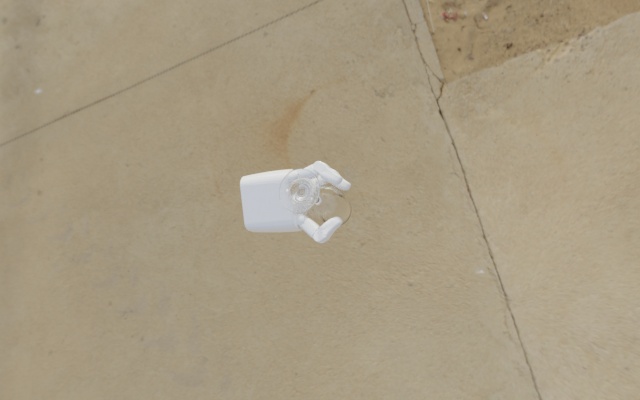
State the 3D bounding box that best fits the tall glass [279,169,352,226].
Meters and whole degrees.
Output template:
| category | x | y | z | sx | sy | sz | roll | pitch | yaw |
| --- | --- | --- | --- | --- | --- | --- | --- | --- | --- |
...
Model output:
| category | x | y | z | sx | sy | sz | roll | pitch | yaw |
| --- | --- | --- | --- | --- | --- | --- | --- | --- | --- |
| tall glass | 0.000 | 0.003 | 0.878 | 0.079 | 0.079 | 0.201 | 0 | -11 | 22 |
